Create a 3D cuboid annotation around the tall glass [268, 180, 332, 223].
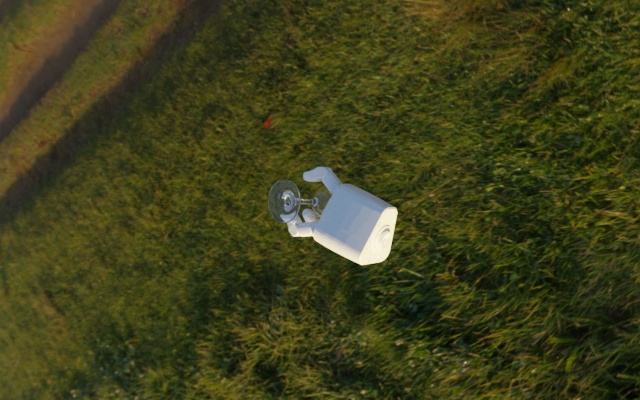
[{"bbox_3d":[0.000,0.003,0.888,0.079,0.079,0.201,0,-1,39],"label":"tall glass"}]
